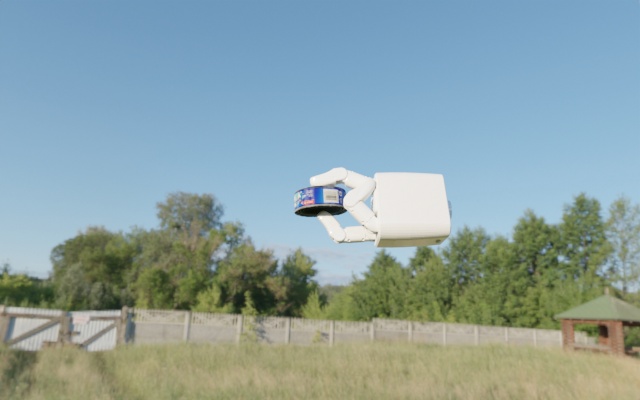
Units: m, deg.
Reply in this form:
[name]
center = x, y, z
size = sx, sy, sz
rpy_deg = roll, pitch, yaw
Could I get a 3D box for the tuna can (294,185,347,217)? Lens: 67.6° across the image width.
[tuna can]
center = 0.000, 0.002, 0.772
size = 0.086, 0.033, 0.086
rpy_deg = -3, -14, -1
